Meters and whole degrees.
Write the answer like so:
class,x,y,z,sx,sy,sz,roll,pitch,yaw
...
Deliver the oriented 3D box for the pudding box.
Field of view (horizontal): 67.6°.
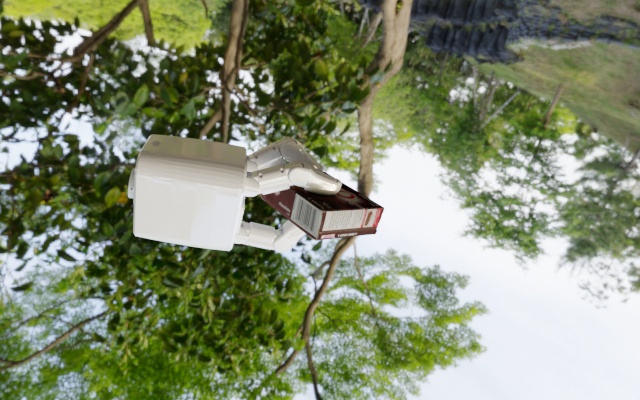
class,x,y,z,sx,sy,sz,roll,pitch,yaw
pudding box,0.000,0.002,0.536,0.090,0.039,0.113,-3,28,-39
